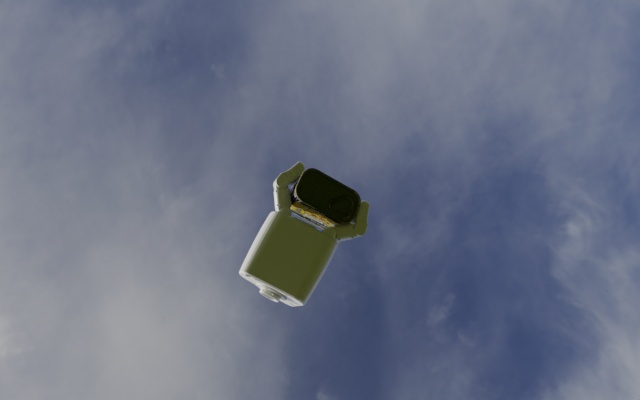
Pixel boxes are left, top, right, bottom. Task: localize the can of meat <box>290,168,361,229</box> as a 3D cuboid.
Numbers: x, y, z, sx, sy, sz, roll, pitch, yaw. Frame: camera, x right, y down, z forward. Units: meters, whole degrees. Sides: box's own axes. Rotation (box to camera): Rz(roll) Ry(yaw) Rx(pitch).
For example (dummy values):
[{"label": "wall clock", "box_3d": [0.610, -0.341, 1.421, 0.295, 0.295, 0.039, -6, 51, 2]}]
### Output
[{"label": "can of meat", "box_3d": [0.000, 0.002, 0.754, 0.102, 0.057, 0.084, 28, -21, -10]}]
